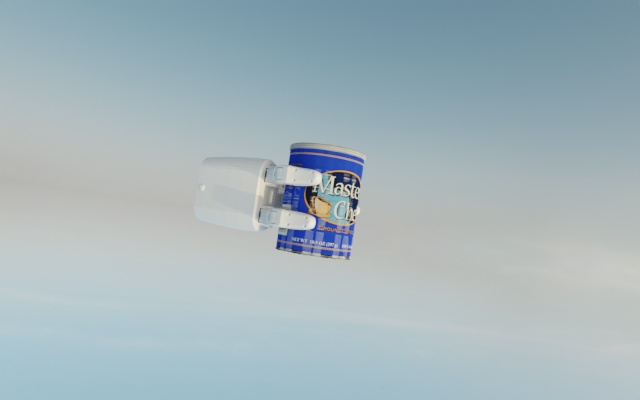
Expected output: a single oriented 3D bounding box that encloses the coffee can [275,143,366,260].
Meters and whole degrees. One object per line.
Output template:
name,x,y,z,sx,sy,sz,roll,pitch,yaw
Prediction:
coffee can,0.000,0.002,0.639,0.103,0.140,0.103,8,-3,0
